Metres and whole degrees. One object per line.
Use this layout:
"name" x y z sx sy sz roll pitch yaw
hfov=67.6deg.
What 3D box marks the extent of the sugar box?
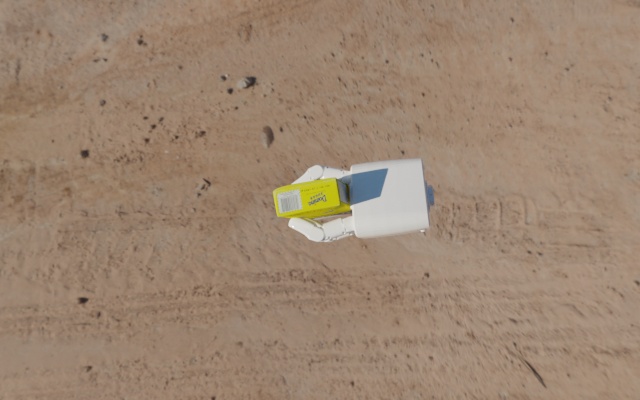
"sugar box" 0.000 0.003 0.732 0.093 0.048 0.176 -10 -9 13
